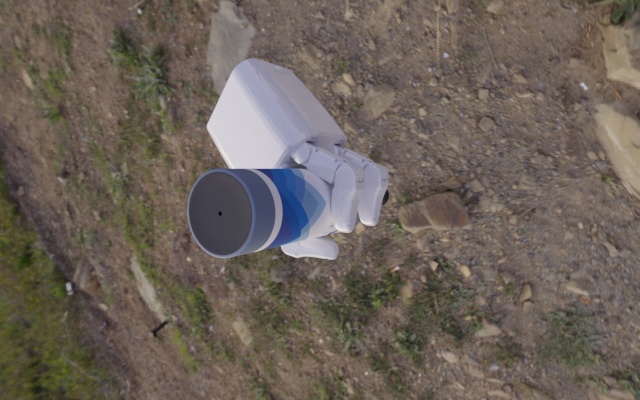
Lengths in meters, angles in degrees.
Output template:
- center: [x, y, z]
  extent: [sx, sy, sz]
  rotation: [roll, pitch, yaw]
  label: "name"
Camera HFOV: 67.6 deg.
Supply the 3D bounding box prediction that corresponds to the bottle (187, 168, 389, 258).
- center: [0.000, 0.002, 0.476]
  extent: [0.069, 0.069, 0.295]
  rotation: [0, 3, 30]
  label: "bottle"
